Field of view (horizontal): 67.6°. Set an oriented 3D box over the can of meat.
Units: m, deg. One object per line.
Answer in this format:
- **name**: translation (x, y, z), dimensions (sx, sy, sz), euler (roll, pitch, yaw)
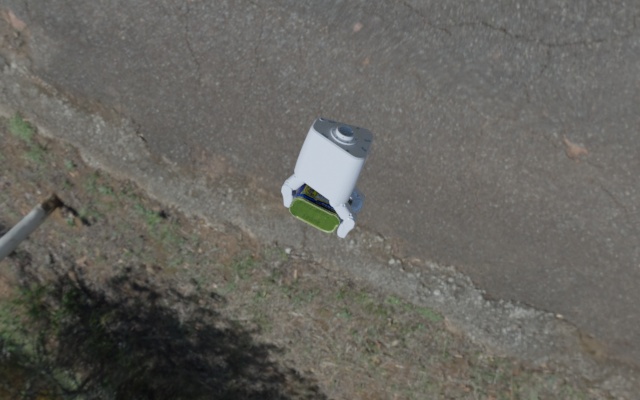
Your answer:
- **can of meat**: translation (0.000, 0.003, 0.893), dimensions (0.102, 0.057, 0.084), euler (27, 43, -1)
